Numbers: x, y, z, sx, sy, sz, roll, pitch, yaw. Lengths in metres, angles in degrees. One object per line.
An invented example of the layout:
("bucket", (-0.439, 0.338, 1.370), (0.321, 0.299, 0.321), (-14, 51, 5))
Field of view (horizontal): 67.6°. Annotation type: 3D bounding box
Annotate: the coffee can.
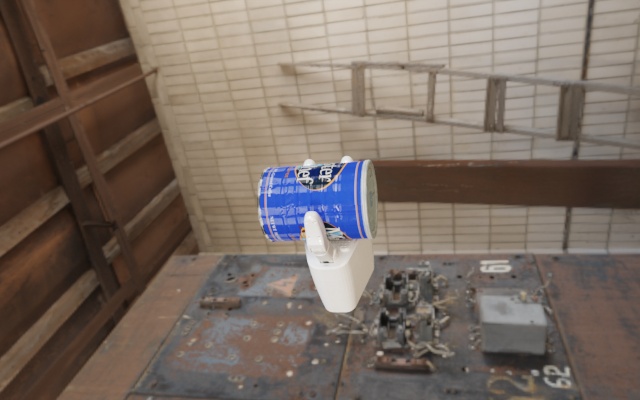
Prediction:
("coffee can", (0.000, 0.002, 0.634), (0.140, 0.103, 0.103), (-3, -1, 14))
